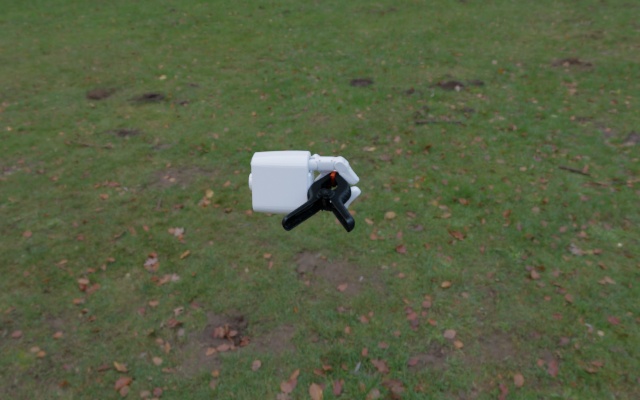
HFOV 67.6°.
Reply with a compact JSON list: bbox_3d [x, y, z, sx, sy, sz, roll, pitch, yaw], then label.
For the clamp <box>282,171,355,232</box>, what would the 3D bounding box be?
[{"bbox_3d":[0.000,0.002,0.829,0.120,0.039,0.171,1,30,4],"label":"clamp"}]
